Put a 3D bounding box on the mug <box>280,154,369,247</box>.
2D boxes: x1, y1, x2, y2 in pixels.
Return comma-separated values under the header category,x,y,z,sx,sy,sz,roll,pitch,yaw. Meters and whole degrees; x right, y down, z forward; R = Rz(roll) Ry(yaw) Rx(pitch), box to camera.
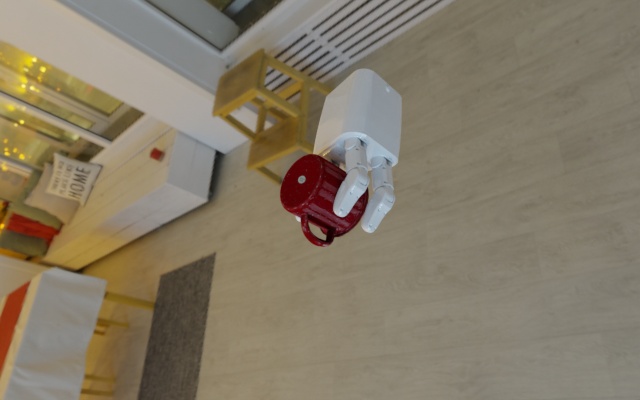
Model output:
category,x,y,z,sx,sy,sz,roll,pitch,yaw
mug,0.000,0.003,0.616,0.081,0.117,0.093,29,-31,-37
